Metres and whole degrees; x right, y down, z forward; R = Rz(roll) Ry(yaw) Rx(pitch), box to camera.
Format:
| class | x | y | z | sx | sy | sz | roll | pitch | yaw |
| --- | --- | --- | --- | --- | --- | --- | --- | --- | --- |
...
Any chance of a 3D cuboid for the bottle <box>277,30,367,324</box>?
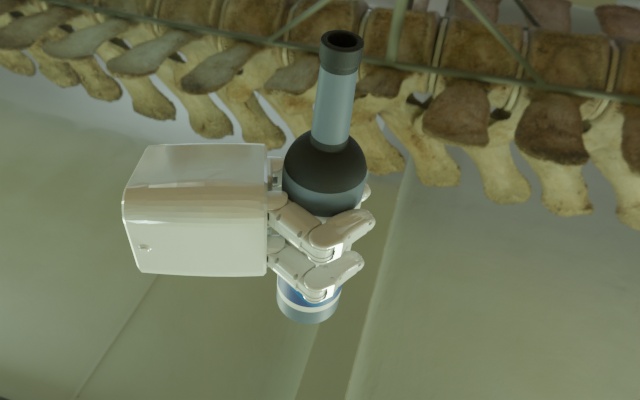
| class | x | y | z | sx | sy | sz | roll | pitch | yaw |
| --- | --- | --- | --- | --- | --- | --- | --- | --- | --- |
| bottle | 0.000 | 0.001 | 0.402 | 0.069 | 0.069 | 0.296 | 0 | -43 | -7 |
